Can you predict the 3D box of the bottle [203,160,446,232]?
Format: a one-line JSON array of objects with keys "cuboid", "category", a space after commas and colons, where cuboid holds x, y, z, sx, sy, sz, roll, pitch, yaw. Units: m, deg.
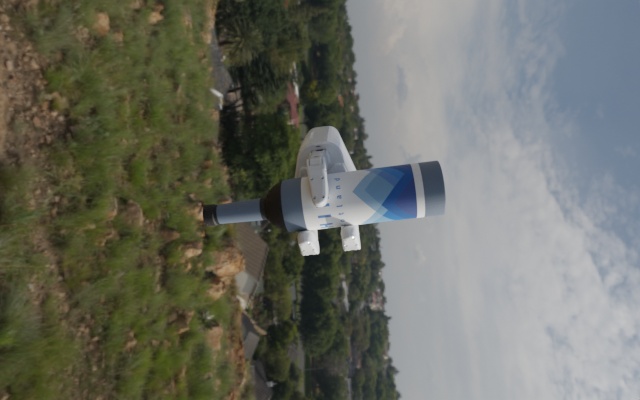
[{"cuboid": [0.000, 0.002, 0.592, 0.296, 0.069, 0.069, -7, -1, 6], "category": "bottle"}]
